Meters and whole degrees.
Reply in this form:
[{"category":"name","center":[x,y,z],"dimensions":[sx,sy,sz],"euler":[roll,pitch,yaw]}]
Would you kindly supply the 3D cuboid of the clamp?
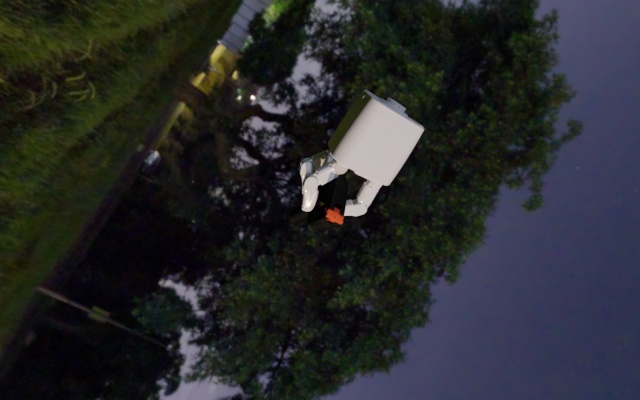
[{"category":"clamp","center":[0.001,0.003,0.774],"dimensions":[0.036,0.164,0.210],"euler":[27,17,-15]}]
